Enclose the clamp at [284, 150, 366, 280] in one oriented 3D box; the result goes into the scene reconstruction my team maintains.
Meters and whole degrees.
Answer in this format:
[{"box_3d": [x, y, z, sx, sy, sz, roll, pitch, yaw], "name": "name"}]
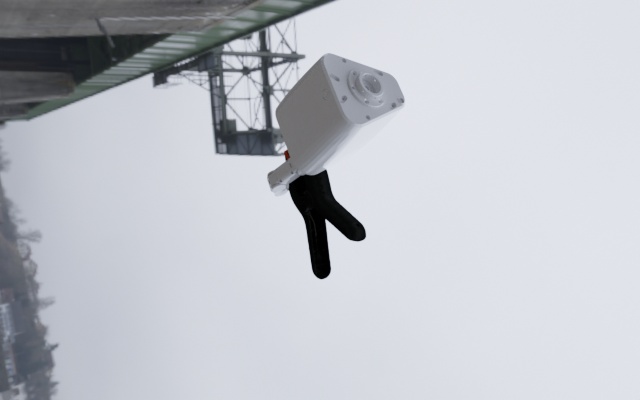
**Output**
[{"box_3d": [0.000, 0.002, 0.587, 0.039, 0.171, 0.120, -9, -18, -37], "name": "clamp"}]
